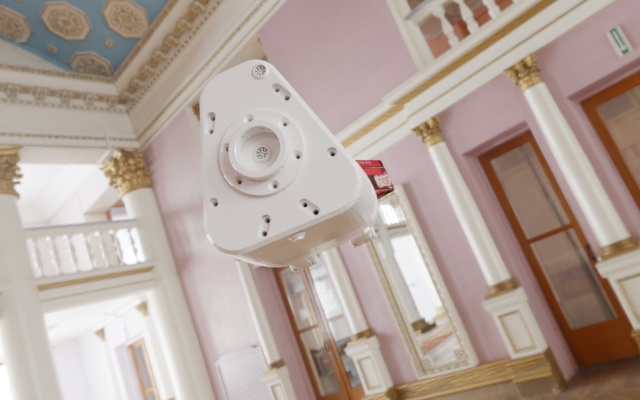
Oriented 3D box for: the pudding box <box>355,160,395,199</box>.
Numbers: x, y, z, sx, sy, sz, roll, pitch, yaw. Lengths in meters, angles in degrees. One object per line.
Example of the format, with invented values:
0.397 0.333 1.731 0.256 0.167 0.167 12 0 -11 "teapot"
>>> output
0.000 0.001 0.446 0.113 0.039 0.090 -28 -13 33 "pudding box"
